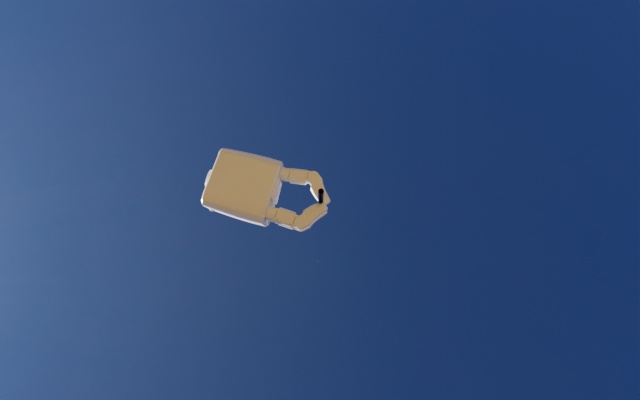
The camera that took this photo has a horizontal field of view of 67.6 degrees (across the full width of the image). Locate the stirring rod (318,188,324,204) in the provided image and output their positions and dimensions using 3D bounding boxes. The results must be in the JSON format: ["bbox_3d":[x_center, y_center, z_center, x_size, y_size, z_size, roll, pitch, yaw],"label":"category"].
[{"bbox_3d":[0.000,0.002,0.771,0.011,0.011,0.239,0,-7,0],"label":"stirring rod"}]
